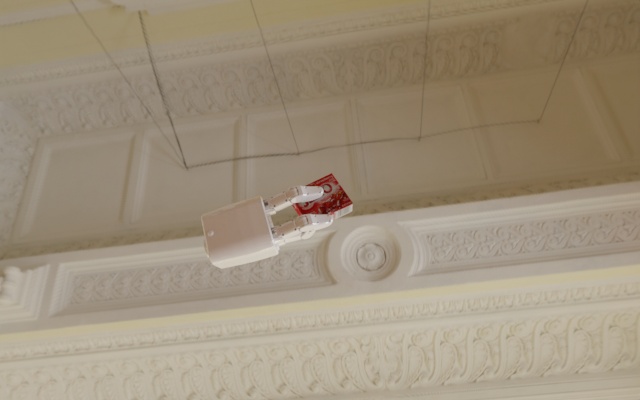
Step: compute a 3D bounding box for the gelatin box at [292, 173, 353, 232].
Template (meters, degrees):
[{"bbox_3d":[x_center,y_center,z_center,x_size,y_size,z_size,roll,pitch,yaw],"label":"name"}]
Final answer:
[{"bbox_3d":[0.000,0.003,0.822,0.089,0.073,0.030,-25,-28,-16],"label":"gelatin box"}]
